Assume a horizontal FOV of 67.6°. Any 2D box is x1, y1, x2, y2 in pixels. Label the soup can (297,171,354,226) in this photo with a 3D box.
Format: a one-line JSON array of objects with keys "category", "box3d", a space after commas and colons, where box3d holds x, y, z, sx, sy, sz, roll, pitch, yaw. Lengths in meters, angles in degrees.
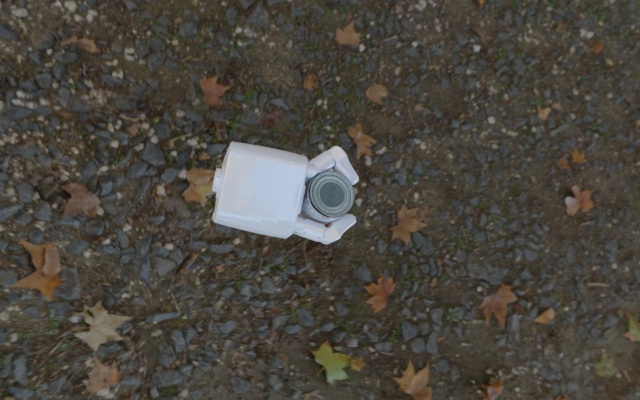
[{"category": "soup can", "box3d": [0.001, 0.002, 0.694, 0.068, 0.068, 0.102, 0, -14, -19]}]
